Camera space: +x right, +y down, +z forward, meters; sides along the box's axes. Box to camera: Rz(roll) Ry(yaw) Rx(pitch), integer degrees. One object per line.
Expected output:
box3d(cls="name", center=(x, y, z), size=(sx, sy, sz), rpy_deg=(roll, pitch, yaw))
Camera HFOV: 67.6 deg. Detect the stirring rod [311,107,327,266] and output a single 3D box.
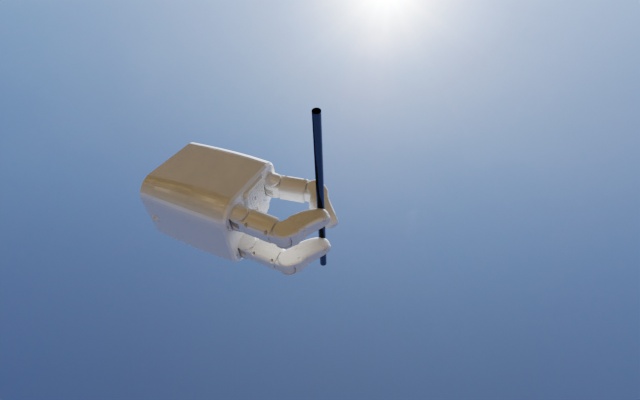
box3d(cls="stirring rod", center=(0.000, 0.001, 0.476), size=(0.011, 0.011, 0.240), rpy_deg=(0, -37, 2))
